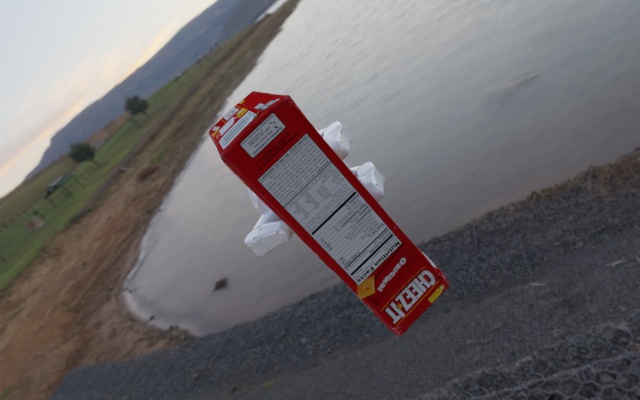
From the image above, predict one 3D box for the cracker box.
[{"bbox_3d":[0.000,0.001,0.435,0.214,0.072,0.164,47,-3,-20],"label":"cracker box"}]
